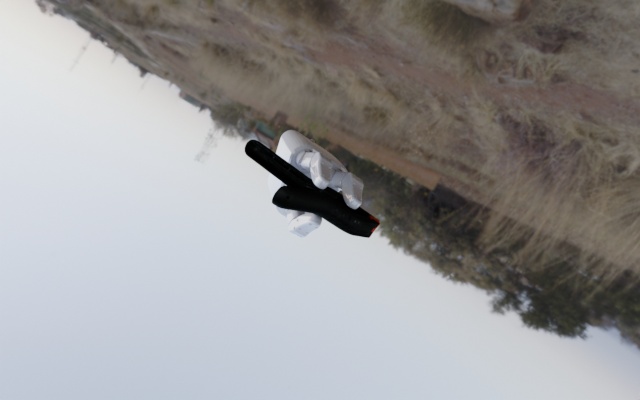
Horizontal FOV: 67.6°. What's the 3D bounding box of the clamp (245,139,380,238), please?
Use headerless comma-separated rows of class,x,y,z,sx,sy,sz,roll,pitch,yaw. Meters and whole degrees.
clamp,0.000,0.003,0.620,0.210,0.036,0.164,30,14,-25
